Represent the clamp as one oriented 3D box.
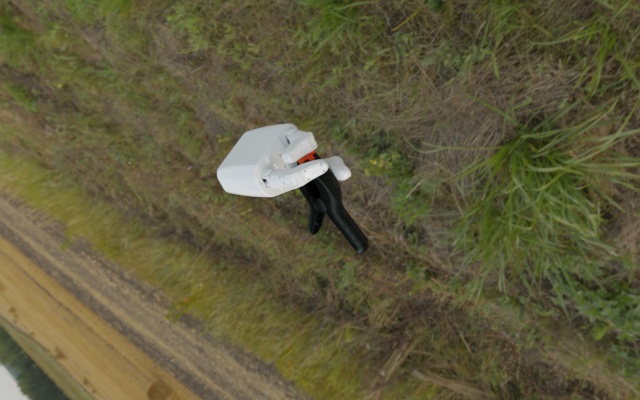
[{"bbox_3d":[0.000,0.003,0.716,0.120,0.171,0.039,3,36,45],"label":"clamp"}]
